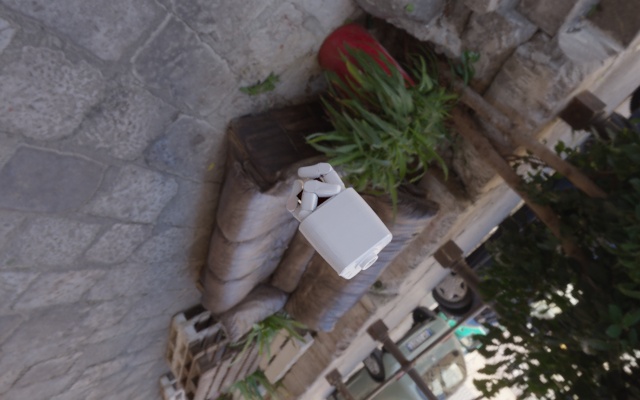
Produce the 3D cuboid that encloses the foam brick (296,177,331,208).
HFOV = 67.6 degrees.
[{"bbox_3d":[0.000,0.003,0.838,0.053,0.051,0.078,-42,-19,0],"label":"foam brick"}]
